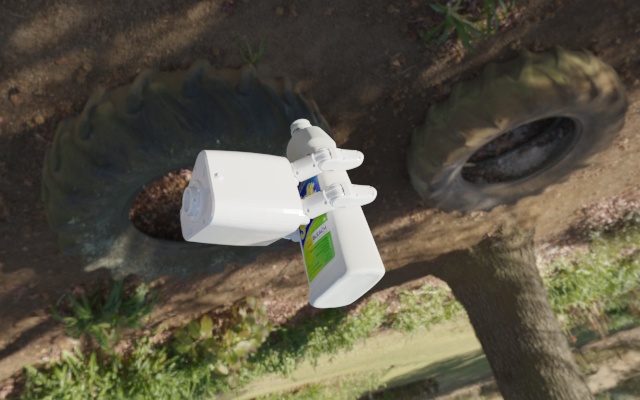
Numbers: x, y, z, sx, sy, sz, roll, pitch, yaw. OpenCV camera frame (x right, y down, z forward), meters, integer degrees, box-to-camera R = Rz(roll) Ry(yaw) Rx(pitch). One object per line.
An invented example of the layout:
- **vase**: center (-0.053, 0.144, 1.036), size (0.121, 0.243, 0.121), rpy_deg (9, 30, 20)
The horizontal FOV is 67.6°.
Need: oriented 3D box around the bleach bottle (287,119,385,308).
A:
- **bleach bottle**: center (0.000, 0.002, 0.616), size (0.068, 0.250, 0.103), rpy_deg (5, -38, -33)
